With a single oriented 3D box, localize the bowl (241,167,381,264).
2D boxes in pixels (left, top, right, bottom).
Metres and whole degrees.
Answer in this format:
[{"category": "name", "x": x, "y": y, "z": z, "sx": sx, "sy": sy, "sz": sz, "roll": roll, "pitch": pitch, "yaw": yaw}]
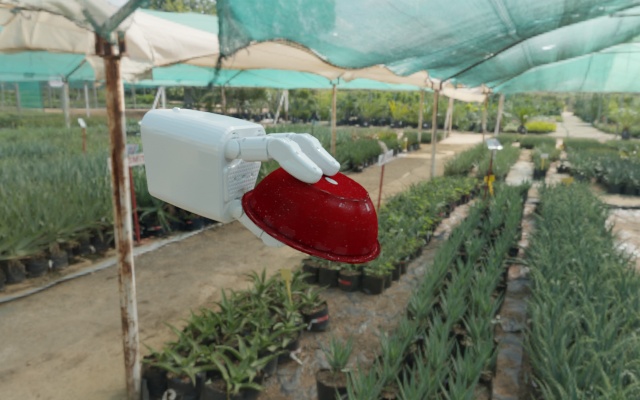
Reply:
[{"category": "bowl", "x": 0.001, "y": 0.002, "z": 0.515, "sx": 0.162, "sy": 0.055, "sz": 0.162, "roll": 20, "pitch": 19, "yaw": -7}]
